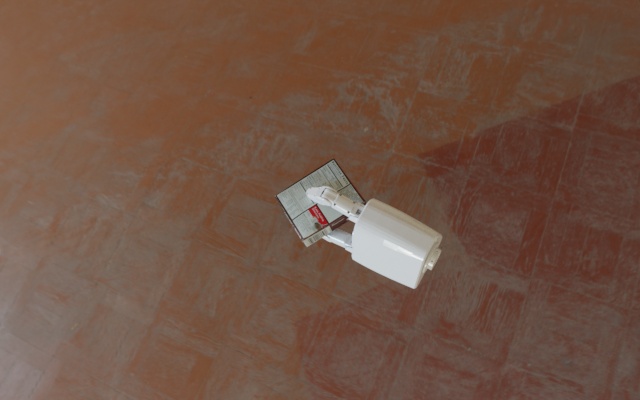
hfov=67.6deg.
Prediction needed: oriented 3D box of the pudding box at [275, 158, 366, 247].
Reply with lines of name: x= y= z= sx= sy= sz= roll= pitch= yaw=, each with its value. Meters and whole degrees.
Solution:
pudding box: x=0.000 y=0.002 z=0.734 sx=0.113 sy=0.090 sz=0.039 roll=-32 pitch=-22 yaw=-5
